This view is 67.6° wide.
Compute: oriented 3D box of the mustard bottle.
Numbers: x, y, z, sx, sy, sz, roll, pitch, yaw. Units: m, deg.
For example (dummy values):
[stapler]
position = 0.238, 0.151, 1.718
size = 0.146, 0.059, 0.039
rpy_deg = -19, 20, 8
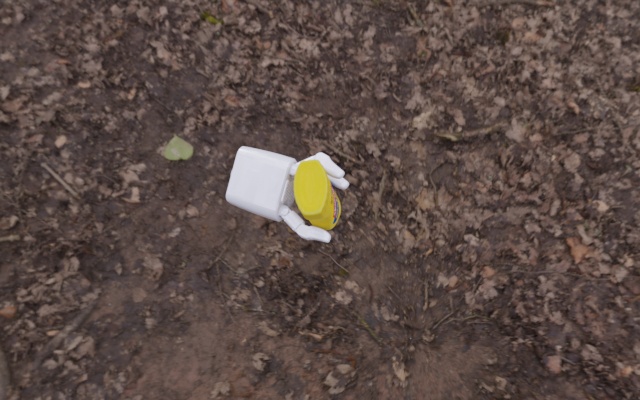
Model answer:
[mustard bottle]
position = 0.000, 0.003, 0.852
size = 0.058, 0.096, 0.192
rpy_deg = -8, -17, 8
